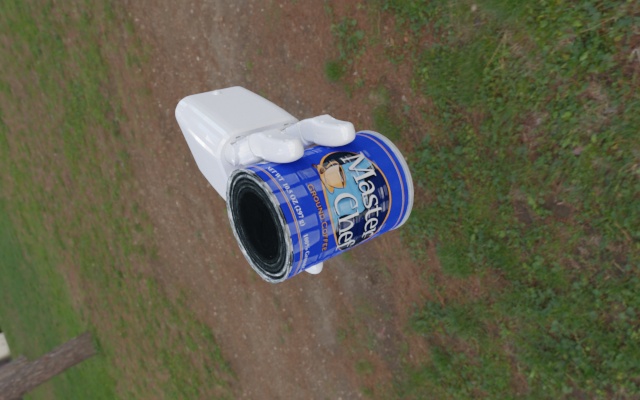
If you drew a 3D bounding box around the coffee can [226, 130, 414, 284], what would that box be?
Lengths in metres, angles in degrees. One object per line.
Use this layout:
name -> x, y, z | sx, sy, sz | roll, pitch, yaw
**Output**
coffee can -> 0.000, 0.002, 0.438 | 0.140, 0.103, 0.103 | -21, 12, -32
